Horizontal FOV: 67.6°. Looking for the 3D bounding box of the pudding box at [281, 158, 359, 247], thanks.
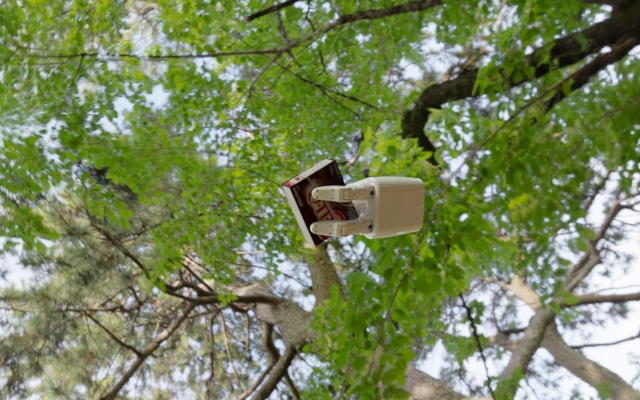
[{"bbox_3d":[0.000,0.002,0.758,0.090,0.113,0.039,-33,23,-22],"label":"pudding box"}]
